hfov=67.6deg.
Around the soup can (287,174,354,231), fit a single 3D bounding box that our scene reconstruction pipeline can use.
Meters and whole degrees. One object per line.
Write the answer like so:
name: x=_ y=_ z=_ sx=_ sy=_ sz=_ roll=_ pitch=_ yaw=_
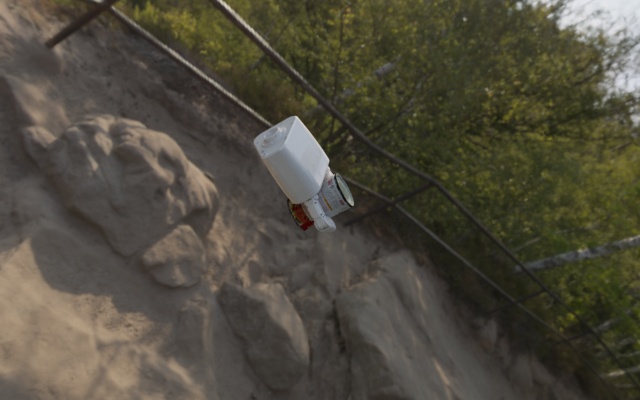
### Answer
soup can: x=0.001 y=0.003 z=0.860 sx=0.102 sy=0.068 sz=0.068 roll=-27 pitch=-8 yaw=15
